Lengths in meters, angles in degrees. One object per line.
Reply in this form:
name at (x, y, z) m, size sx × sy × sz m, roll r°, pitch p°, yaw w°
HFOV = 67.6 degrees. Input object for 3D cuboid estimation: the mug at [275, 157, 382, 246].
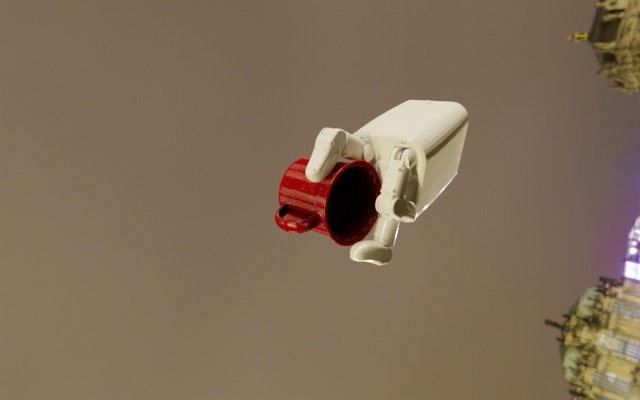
mug at (-0.001, 0.002, 0.523) m, size 0.081 × 0.093 × 0.117 m, roll 15°, pitch 39°, yaw 42°
